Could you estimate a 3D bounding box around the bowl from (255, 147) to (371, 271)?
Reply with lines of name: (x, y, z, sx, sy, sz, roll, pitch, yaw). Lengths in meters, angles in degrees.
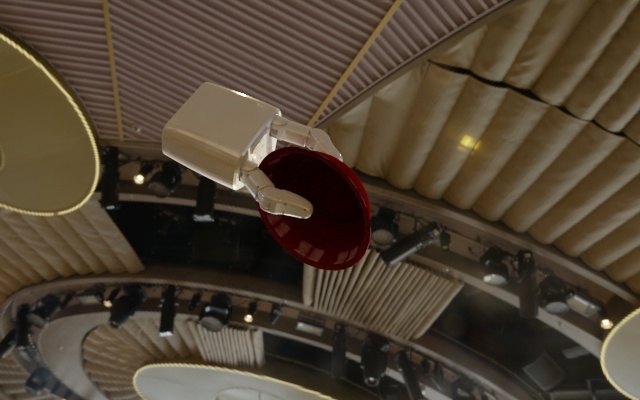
bowl: (0.001, 0.003, 0.567, 0.162, 0.162, 0.055, 0, 27, 38)
